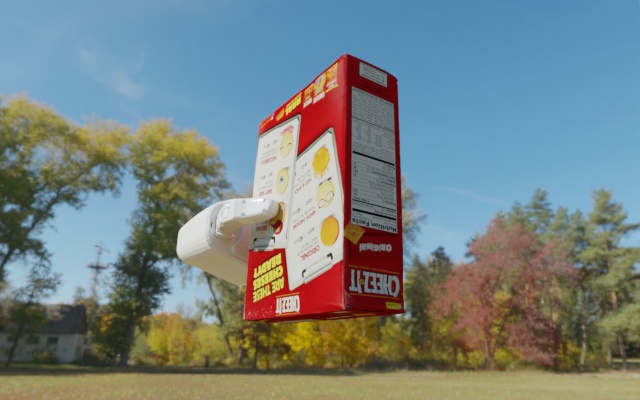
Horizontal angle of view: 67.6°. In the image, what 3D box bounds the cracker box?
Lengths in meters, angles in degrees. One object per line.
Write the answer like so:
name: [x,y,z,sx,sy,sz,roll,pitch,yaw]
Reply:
cracker box: [0.000,0.001,0.446,0.072,0.213,0.164,12,-21,-32]
